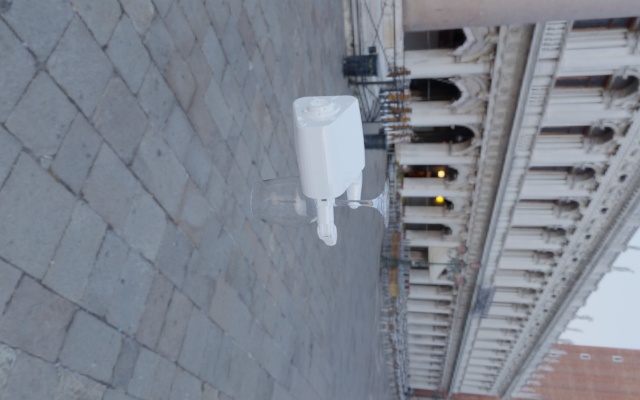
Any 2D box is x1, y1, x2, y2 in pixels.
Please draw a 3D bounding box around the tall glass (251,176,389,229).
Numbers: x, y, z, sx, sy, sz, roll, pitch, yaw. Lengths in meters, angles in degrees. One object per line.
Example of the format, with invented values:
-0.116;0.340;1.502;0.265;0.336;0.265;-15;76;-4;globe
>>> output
0.001;0.003;0.715;0.201;0.079;0.079;1;0;12;tall glass
